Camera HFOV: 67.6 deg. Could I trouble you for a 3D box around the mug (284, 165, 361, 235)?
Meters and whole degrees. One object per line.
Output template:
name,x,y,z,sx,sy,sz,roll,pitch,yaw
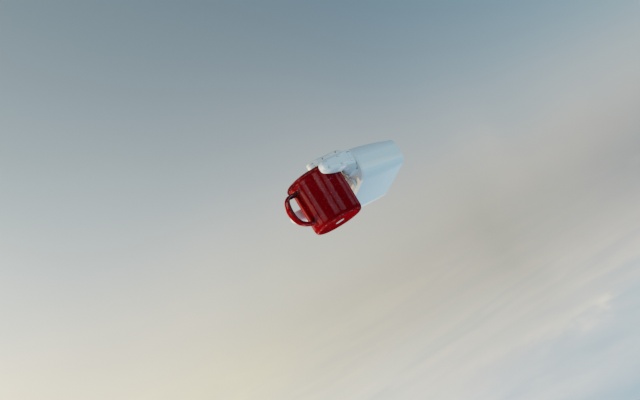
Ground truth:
mug,-0.001,0.003,0.717,0.117,0.081,0.093,-22,-16,-37
